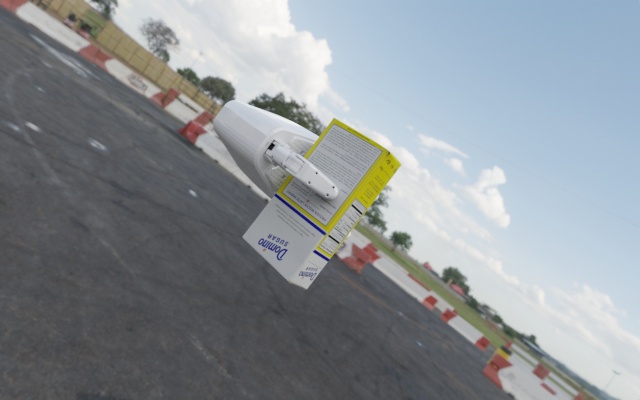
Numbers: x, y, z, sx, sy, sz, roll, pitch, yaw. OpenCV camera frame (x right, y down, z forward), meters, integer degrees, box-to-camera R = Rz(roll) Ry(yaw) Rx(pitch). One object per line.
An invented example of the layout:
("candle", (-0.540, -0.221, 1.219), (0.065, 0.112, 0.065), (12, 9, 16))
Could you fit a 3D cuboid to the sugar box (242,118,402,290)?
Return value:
("sugar box", (0.000, 0.002, 0.537), (0.093, 0.176, 0.048), (37, 1, 37))
